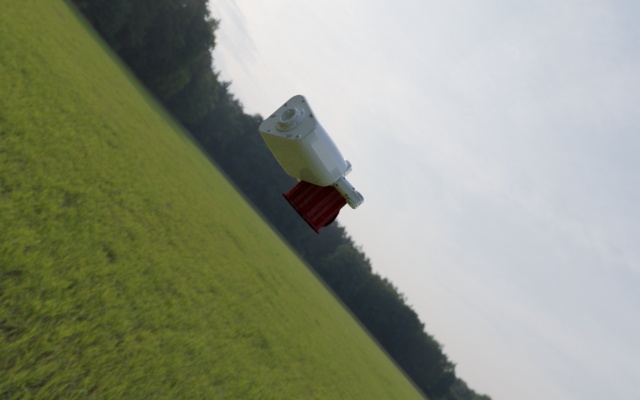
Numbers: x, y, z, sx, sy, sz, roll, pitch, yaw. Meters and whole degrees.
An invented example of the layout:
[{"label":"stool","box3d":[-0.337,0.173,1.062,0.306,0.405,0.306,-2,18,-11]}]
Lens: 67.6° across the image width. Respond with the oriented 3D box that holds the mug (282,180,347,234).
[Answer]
[{"label":"mug","box3d":[0.001,0.003,0.821,0.093,0.081,0.117,43,-8,44]}]
